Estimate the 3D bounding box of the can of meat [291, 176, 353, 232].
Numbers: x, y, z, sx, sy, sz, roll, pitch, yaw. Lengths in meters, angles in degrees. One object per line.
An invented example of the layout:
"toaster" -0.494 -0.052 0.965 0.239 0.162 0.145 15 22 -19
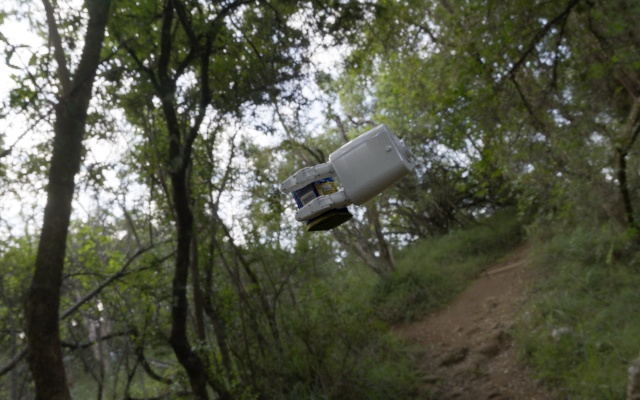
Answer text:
"can of meat" 0.000 0.002 0.816 0.057 0.084 0.102 -32 -16 24
